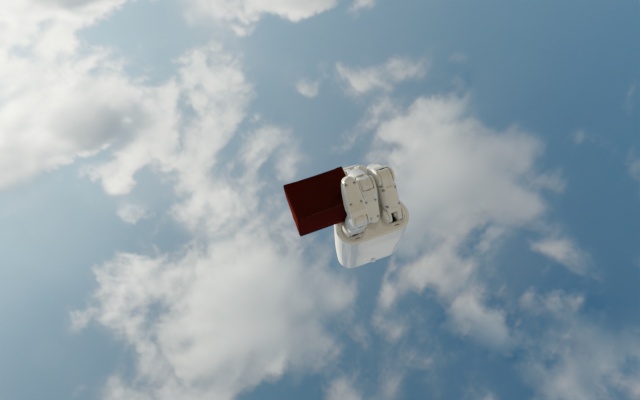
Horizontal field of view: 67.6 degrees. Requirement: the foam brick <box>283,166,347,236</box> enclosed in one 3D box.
[{"bbox_3d":[0.000,0.002,0.593,0.078,0.053,0.051,-18,-26,-8],"label":"foam brick"}]
